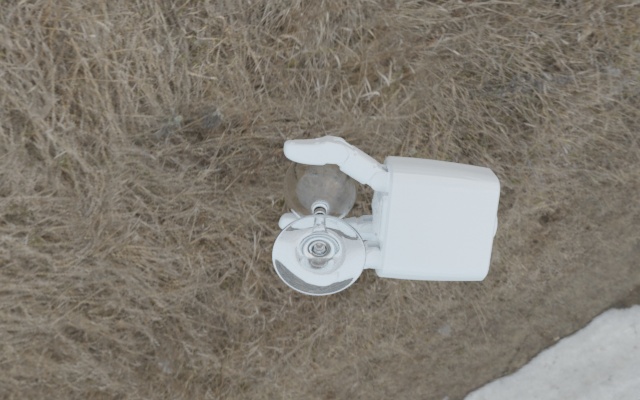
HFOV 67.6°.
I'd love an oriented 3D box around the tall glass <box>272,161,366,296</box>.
[{"bbox_3d":[0.000,0.002,0.463,0.079,0.079,0.201,0,26,0],"label":"tall glass"}]
